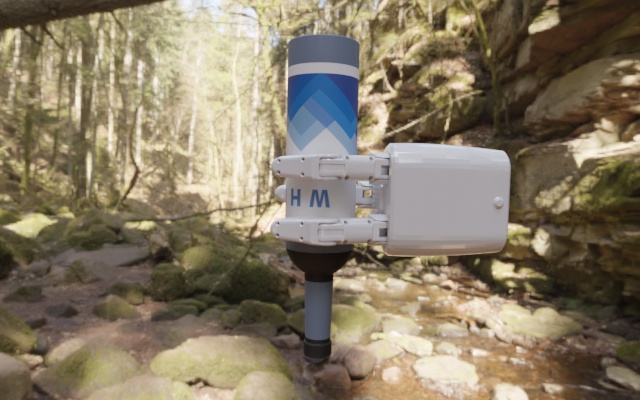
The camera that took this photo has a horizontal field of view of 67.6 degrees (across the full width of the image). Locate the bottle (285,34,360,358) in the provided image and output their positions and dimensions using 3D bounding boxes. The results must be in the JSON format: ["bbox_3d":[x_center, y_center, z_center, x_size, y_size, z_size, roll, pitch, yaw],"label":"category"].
[{"bbox_3d":[0.000,0.001,0.453,0.069,0.296,0.069,1,4,0],"label":"bottle"}]
